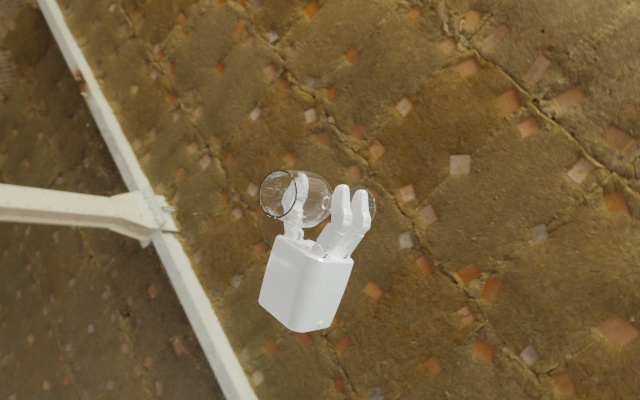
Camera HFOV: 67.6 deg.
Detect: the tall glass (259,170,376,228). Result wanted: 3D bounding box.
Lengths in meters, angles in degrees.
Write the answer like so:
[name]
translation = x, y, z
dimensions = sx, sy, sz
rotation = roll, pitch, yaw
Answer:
[tall glass]
translation = 0.000, 0.002, 0.683
dimensions = 0.079, 0.079, 0.201
rotation = 0, -6, 34
